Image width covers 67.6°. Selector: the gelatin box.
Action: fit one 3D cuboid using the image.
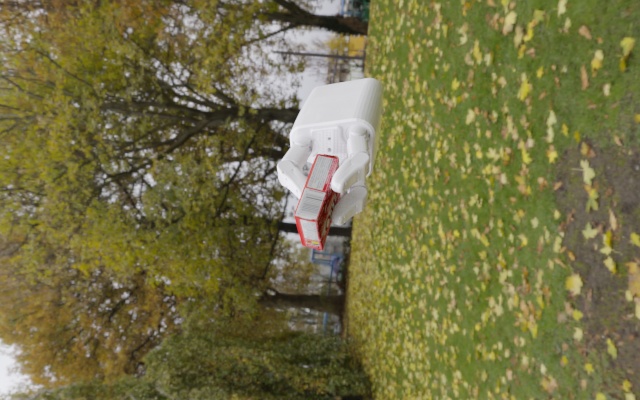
[{"bbox_3d":[0.000,0.002,0.557,0.030,0.089,0.073,12,-30,12],"label":"gelatin box"}]
